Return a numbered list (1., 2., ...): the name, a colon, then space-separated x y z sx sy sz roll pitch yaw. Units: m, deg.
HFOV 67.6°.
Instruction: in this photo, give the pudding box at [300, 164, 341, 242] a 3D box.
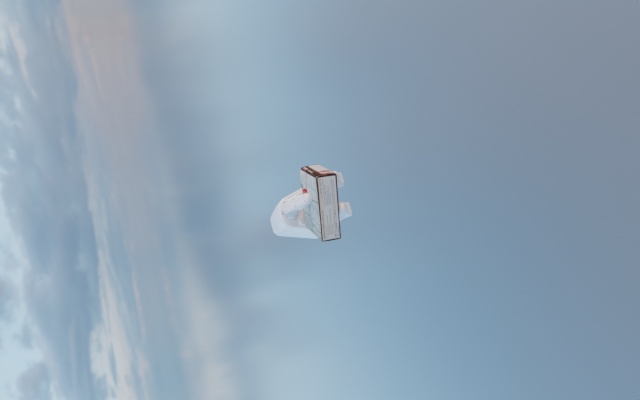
1. pudding box: 0.000 0.003 0.799 0.039 0.113 0.090 -12 17 -17
